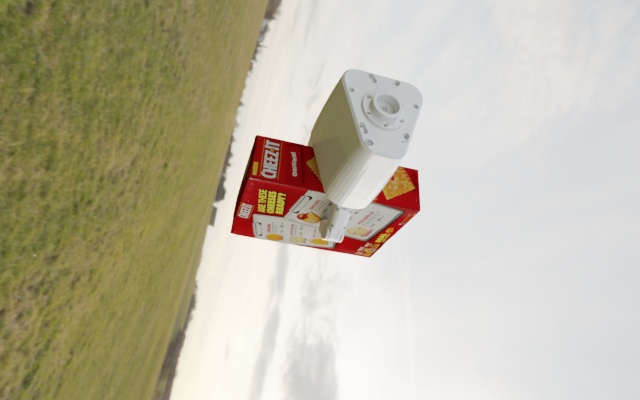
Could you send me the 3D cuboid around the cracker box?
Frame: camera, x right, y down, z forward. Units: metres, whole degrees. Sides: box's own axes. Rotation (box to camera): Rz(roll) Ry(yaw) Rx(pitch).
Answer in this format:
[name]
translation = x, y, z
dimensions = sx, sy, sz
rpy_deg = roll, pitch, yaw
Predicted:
[cracker box]
translation = 0.000, 0.002, 0.638
dimensions = 0.214, 0.072, 0.164
rpy_deg = 12, -30, -13
